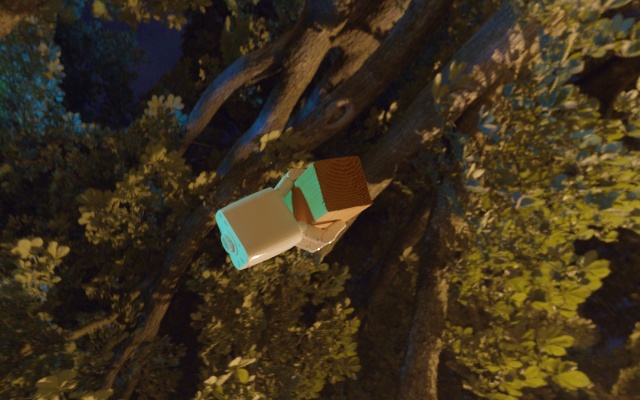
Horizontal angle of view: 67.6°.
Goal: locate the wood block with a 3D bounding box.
[{"bbox_3d":[0.000,0.003,0.874,0.090,0.090,0.206,-10,-14,-25],"label":"wood block"}]
